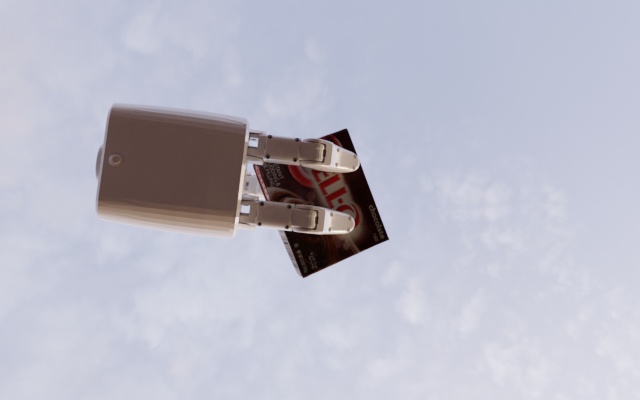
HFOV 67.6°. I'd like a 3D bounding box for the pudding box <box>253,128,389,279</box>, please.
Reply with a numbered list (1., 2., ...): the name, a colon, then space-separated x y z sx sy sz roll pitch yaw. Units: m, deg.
1. pudding box: 0.000 0.001 0.438 0.090 0.113 0.039 -22 5 -15
